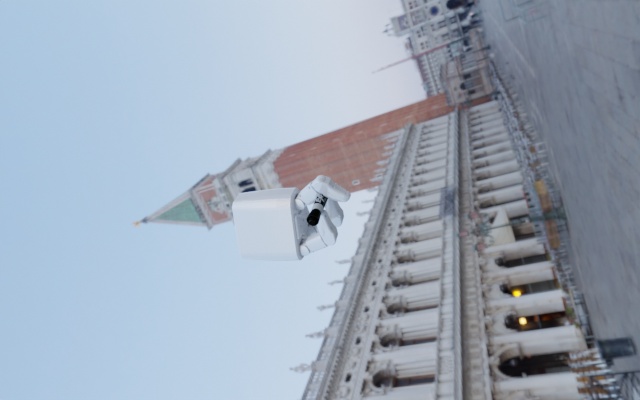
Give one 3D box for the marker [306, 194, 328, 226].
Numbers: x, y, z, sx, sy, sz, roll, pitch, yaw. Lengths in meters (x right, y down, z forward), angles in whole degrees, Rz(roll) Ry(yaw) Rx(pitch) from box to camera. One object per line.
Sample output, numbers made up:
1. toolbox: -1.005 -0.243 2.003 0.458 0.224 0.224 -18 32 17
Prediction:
1. marker: 0.000 0.002 0.738 0.020 0.020 0.121 0 30 14
